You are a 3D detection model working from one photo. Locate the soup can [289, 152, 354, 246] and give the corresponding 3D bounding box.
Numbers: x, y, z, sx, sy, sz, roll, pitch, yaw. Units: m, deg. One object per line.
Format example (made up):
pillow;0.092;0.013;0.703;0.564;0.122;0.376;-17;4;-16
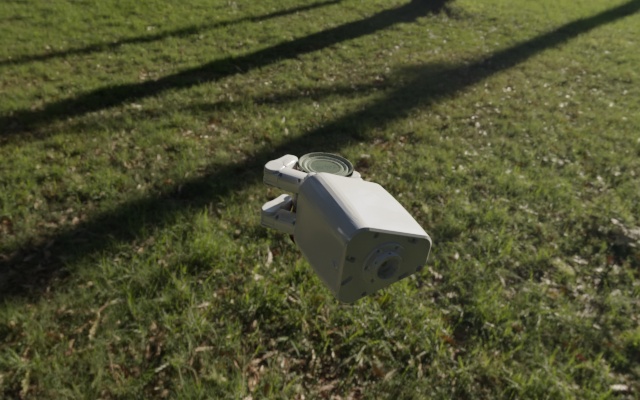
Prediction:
soup can;0.000;0.001;0.577;0.068;0.102;0.068;6;30;-3
